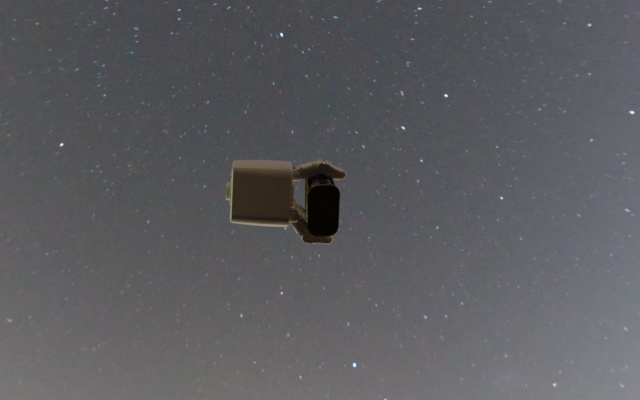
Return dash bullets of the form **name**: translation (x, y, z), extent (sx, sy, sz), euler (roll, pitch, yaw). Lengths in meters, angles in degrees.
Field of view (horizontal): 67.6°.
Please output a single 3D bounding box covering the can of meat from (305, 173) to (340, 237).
- **can of meat**: translation (0.000, 0.003, 0.881), extent (0.057, 0.102, 0.084), euler (-2, 24, -7)
